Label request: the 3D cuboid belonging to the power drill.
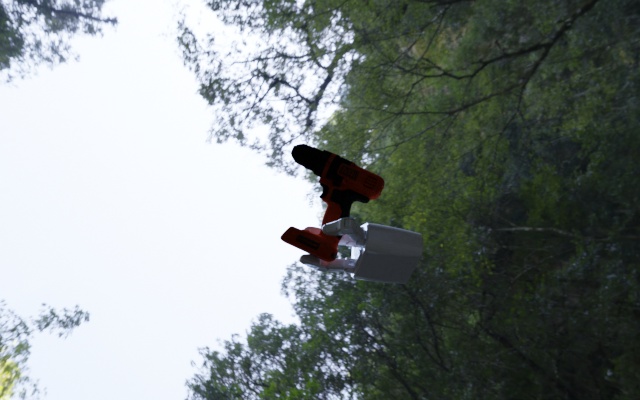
[{"bbox_3d":[0.000,0.003,0.868,0.184,0.187,0.057,25,-8,10],"label":"power drill"}]
